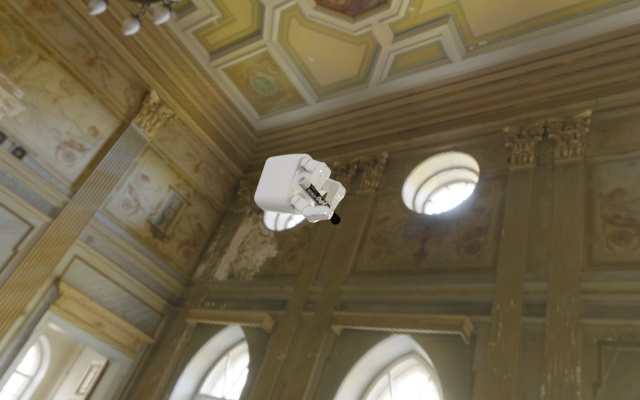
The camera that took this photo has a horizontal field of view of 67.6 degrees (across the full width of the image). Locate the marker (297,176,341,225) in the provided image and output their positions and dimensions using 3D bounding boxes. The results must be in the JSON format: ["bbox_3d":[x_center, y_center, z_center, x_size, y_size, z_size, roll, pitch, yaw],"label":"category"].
[{"bbox_3d":[0.000,0.003,0.846,0.020,0.020,0.121,0,-39,43],"label":"marker"}]
